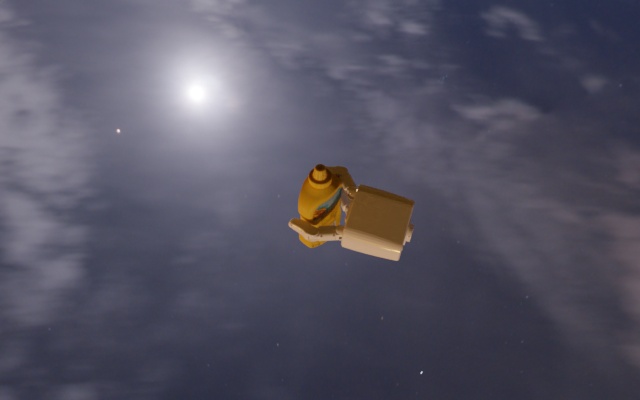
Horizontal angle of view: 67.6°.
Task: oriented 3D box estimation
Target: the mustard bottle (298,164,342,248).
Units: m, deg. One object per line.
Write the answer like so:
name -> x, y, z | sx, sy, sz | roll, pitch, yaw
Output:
mustard bottle -> 0.000, 0.003, 0.877 | 0.058, 0.192, 0.096 | 37, 61, 24
